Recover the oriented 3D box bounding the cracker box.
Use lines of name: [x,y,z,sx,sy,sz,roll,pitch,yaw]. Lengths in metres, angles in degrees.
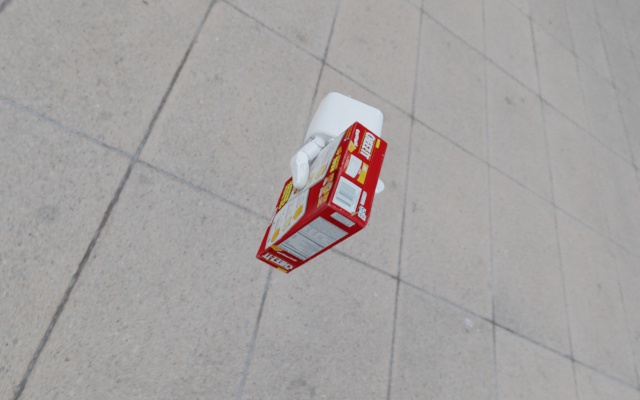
cracker box: [0.000,0.002,0.730,0.072,0.164,0.214,32,-39,-17]
